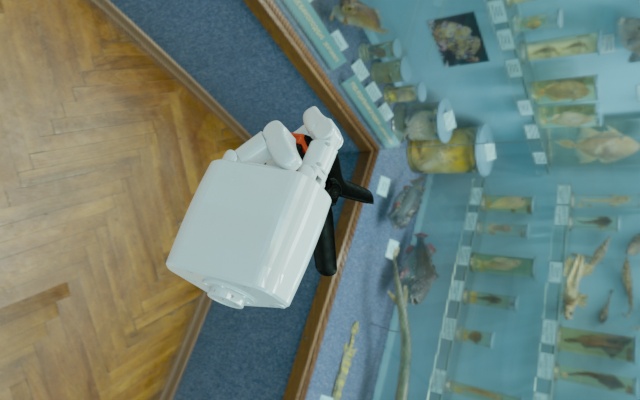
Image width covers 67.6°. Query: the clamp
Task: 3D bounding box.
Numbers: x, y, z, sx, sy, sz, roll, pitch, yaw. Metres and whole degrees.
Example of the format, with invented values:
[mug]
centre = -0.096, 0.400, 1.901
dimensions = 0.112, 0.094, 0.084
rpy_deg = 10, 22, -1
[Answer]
[clamp]
centre = 0.001, 0.002, 0.509
dimensions = 0.039, 0.120, 0.171
rpy_deg = 1, -31, 35
